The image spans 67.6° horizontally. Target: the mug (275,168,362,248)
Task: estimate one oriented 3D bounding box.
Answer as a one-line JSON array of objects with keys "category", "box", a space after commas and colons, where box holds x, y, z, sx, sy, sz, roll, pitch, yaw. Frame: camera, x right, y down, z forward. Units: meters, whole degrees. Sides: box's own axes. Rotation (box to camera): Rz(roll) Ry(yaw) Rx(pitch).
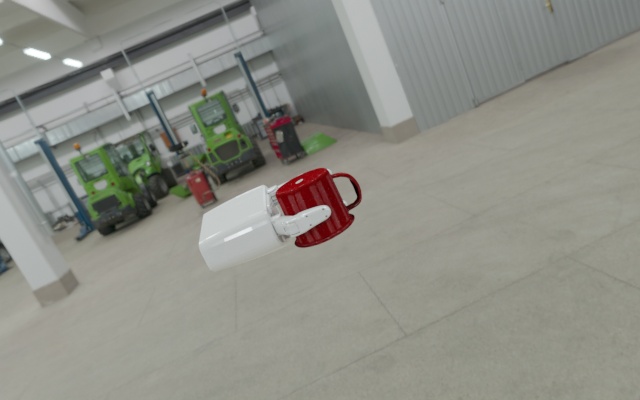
[{"category": "mug", "box": [0.001, 0.001, 0.662, 0.117, 0.081, 0.093, -25, 14, 3]}]
